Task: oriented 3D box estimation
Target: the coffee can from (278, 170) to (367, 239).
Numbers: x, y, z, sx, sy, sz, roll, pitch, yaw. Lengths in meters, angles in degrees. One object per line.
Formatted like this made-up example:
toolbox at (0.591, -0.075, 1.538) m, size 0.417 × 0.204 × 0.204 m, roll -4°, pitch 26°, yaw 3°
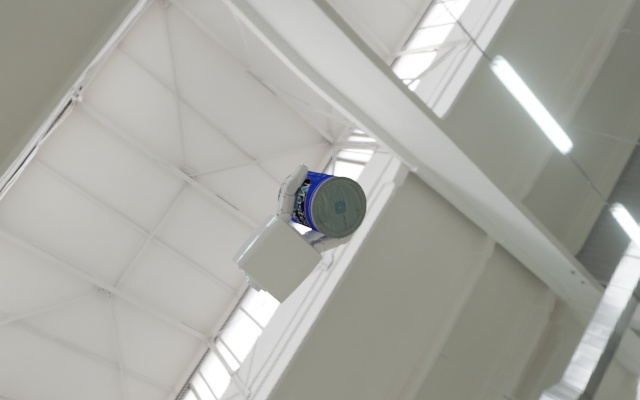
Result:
coffee can at (0.000, 0.003, 0.832) m, size 0.103 × 0.103 × 0.140 m, roll 0°, pitch 7°, yaw -28°
